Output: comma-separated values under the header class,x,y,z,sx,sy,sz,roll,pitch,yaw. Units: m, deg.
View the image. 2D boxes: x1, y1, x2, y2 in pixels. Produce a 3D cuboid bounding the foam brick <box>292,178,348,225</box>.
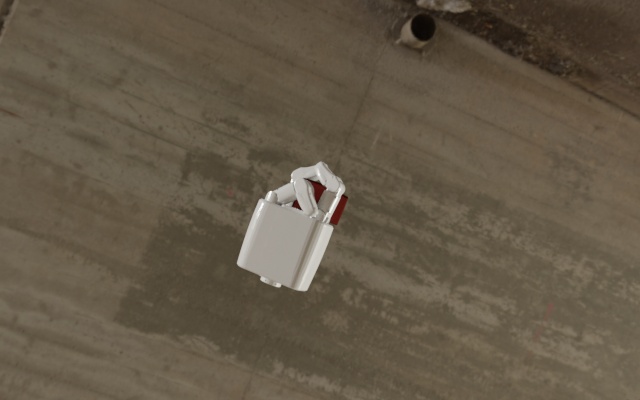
class,x,y,z,sx,sy,sz,roll,pitch,yaw
foam brick,0.000,0.003,0.765,0.053,0.051,0.078,19,-4,28
